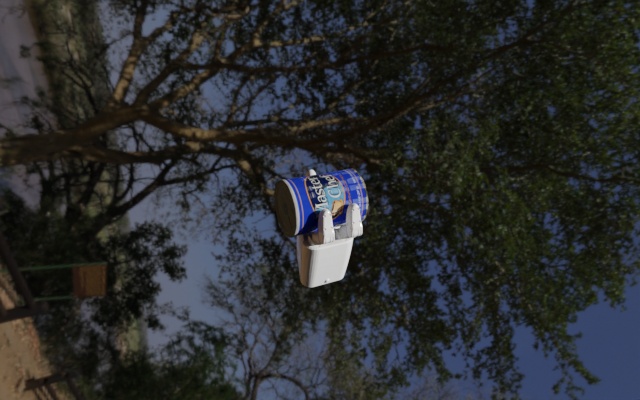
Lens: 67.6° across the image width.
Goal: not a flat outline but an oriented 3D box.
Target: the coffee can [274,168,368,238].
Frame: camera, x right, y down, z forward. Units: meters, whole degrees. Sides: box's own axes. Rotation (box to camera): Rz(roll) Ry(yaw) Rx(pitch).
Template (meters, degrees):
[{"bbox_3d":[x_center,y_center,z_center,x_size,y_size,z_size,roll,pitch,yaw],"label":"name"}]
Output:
[{"bbox_3d":[0.000,0.003,0.859,0.140,0.103,0.103,-11,4,-23],"label":"coffee can"}]
